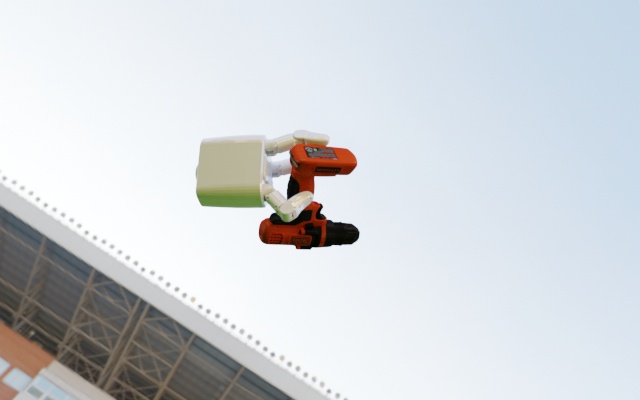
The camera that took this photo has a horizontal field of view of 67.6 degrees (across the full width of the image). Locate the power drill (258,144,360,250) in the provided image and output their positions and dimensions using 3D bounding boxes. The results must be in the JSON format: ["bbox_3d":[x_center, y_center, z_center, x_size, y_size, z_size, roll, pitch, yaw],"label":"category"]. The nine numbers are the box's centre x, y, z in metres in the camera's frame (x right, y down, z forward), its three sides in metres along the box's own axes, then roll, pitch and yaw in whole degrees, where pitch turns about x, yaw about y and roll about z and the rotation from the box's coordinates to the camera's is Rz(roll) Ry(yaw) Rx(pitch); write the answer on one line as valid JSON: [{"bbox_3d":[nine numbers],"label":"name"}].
[{"bbox_3d":[0.000,0.002,0.797,0.184,0.188,0.057,2,34,-22],"label":"power drill"}]
